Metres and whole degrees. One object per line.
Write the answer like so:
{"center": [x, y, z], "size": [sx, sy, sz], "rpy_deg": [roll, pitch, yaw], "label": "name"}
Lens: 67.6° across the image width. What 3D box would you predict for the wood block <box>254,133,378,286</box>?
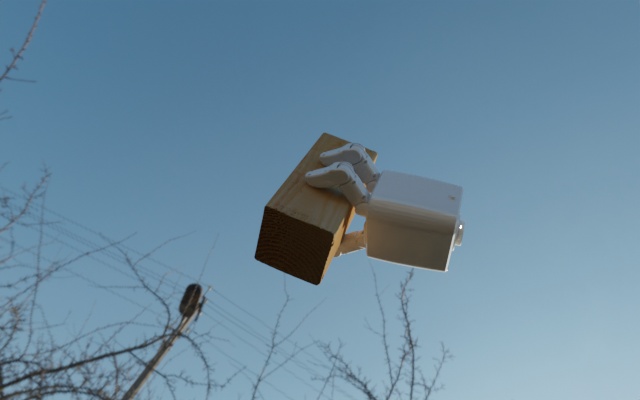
{"center": [0.000, 0.002, 0.641], "size": [0.090, 0.091, 0.206], "rpy_deg": [22, 37, 8], "label": "wood block"}
